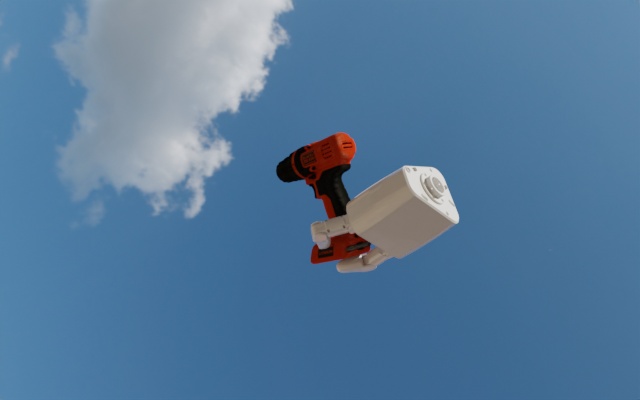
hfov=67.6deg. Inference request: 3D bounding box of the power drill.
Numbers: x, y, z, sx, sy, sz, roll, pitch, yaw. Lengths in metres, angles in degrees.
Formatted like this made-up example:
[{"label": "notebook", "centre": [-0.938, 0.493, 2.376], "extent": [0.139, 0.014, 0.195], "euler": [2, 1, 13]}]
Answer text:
[{"label": "power drill", "centre": [0.000, 0.003, 0.752], "extent": [0.057, 0.187, 0.184], "euler": [-13, -3, -36]}]
